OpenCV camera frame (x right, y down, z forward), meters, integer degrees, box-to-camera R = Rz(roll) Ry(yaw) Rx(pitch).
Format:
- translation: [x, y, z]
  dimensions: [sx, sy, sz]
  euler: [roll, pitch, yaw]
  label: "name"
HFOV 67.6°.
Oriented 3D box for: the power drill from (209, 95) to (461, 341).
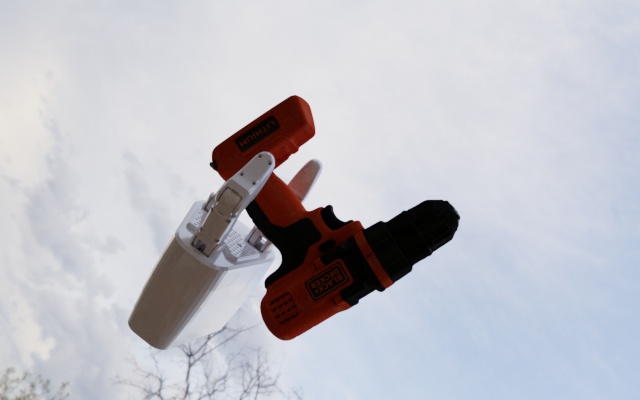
- translation: [0.000, 0.001, 0.420]
  dimensions: [0.184, 0.187, 0.057]
  euler: [-32, -20, 4]
  label: "power drill"
